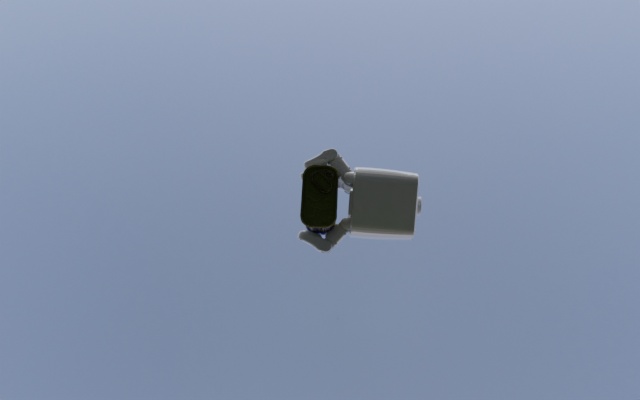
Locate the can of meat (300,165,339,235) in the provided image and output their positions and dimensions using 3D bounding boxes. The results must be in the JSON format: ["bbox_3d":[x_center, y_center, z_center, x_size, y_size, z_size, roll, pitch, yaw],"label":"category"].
[{"bbox_3d":[0.000,0.003,0.787,0.057,0.102,0.084,2,-14,3],"label":"can of meat"}]
